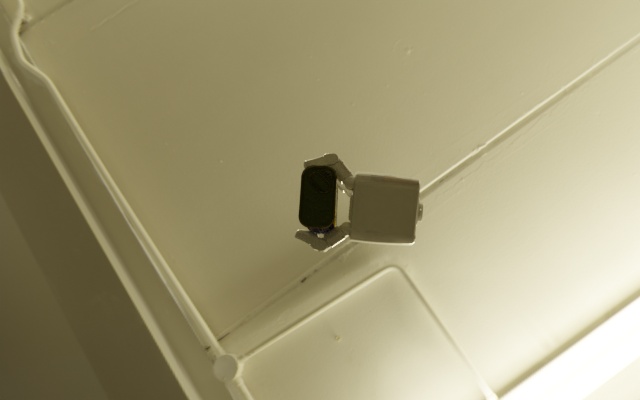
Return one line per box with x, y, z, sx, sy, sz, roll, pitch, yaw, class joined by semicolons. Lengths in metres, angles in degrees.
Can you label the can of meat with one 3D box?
0.000;0.003;0.790;0.057;0.102;0.084;2;-13;7;can of meat
